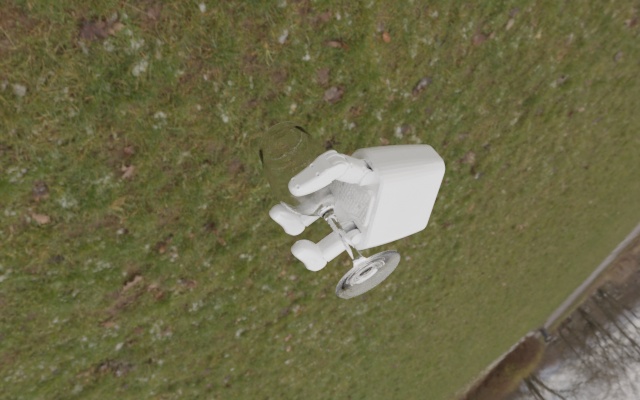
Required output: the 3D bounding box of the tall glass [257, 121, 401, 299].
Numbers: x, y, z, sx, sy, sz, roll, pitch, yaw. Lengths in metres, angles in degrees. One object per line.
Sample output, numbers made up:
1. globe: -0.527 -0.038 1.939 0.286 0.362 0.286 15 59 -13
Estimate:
1. tall glass: 0.000 0.002 0.515 0.079 0.201 0.079 -24 -31 -16
